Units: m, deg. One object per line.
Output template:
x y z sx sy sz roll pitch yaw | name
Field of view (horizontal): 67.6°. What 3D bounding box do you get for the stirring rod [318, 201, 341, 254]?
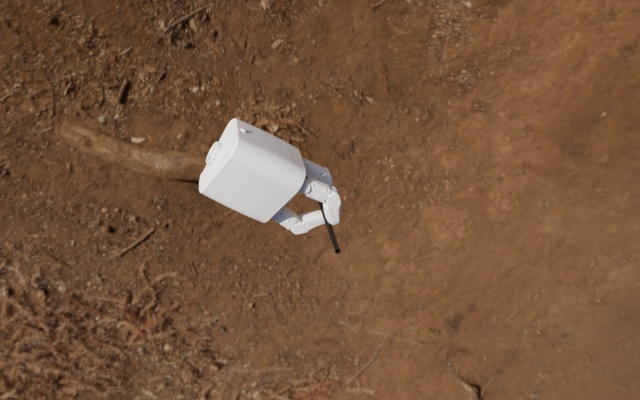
0.000 0.002 0.741 0.011 0.011 0.239 0 33 -14 | stirring rod
